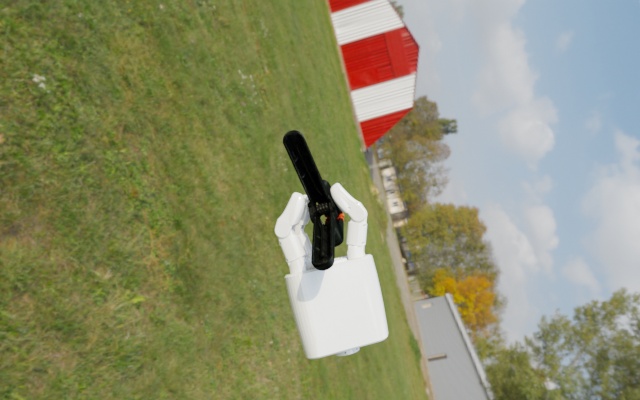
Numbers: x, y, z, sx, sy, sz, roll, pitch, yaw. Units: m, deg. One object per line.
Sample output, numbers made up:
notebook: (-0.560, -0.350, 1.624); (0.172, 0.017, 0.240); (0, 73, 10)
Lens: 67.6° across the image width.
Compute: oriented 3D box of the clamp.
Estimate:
clamp: (0.001, 0.002, 0.622); (0.036, 0.164, 0.210); (-15, -5, 9)
